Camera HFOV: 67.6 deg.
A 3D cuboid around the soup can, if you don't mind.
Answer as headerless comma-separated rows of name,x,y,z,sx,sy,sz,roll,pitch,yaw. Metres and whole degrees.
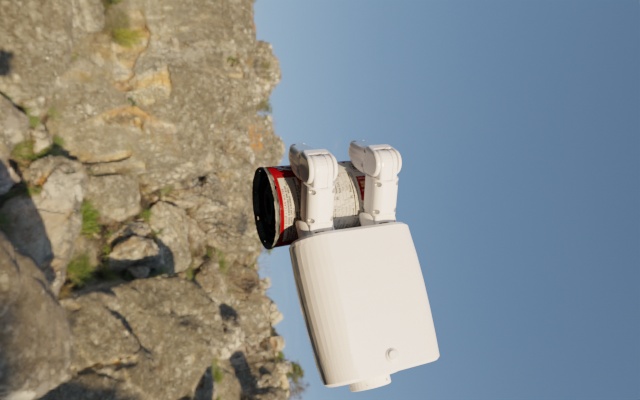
soup can,0.000,0.001,0.407,0.102,0.068,0.068,-6,2,-22
